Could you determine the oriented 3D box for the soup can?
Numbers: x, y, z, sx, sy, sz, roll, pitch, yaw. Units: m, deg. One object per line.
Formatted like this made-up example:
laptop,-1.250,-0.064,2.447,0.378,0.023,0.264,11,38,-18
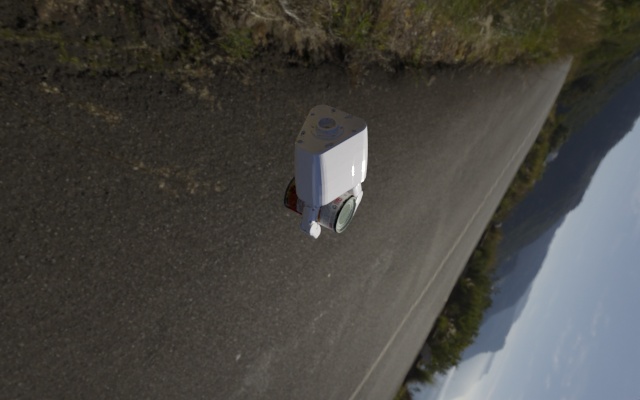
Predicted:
soup can,0.000,0.003,0.789,0.102,0.068,0.068,26,10,22
